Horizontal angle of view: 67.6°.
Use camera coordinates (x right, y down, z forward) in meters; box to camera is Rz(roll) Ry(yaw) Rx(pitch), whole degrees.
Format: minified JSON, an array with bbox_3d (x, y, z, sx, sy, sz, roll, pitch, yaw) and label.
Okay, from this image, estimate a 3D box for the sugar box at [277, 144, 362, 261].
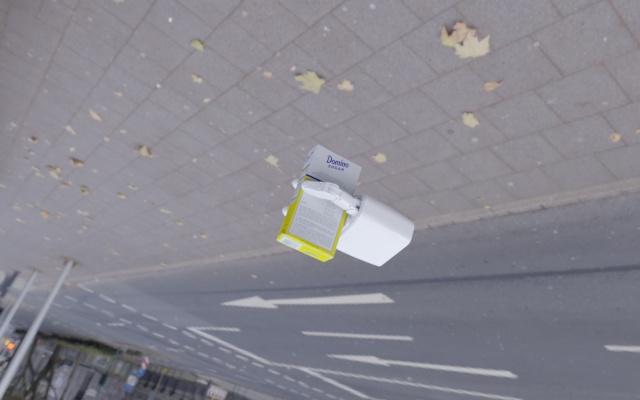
[{"bbox_3d":[0.000,0.003,0.804,0.093,0.176,0.048,27,-27,-15],"label":"sugar box"}]
